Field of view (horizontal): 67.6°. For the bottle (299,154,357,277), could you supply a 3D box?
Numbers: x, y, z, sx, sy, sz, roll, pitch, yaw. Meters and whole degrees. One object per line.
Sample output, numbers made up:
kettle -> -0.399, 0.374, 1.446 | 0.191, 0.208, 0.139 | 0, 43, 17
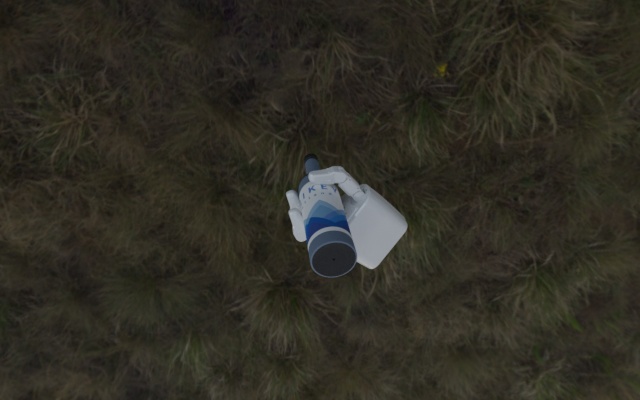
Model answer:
bottle -> 0.000, 0.003, 0.786 | 0.069, 0.069, 0.295 | 0, 33, -9
